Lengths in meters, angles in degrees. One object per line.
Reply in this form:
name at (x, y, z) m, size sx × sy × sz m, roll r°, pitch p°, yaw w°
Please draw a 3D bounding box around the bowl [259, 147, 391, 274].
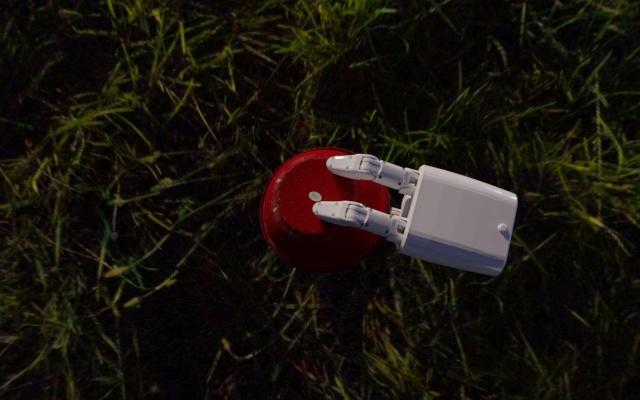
bowl at (-0.001, 0.002, 0.561) m, size 0.162 × 0.162 × 0.055 m, roll 0°, pitch -17°, yaw 9°
